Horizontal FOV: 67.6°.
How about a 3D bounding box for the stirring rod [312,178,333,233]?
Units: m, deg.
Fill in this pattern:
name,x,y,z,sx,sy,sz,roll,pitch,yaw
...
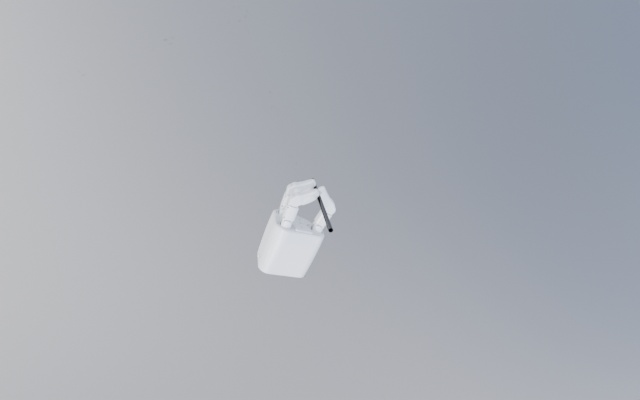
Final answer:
name,x,y,z,sx,sy,sz,roll,pitch,yaw
stirring rod,0.000,0.003,0.896,0.011,0.011,0.239,0,23,-9
